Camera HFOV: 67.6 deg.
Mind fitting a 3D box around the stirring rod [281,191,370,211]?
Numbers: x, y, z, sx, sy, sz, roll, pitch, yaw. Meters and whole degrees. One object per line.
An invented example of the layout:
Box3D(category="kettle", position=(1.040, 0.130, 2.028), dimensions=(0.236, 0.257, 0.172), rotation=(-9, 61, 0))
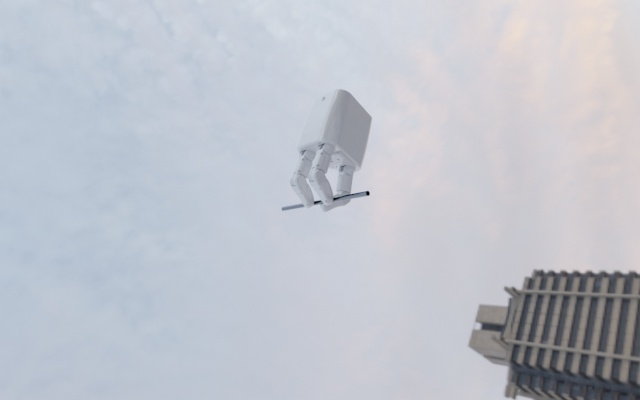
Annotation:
Box3D(category="stirring rod", position=(0.000, 0.003, 0.808), dimensions=(0.011, 0.011, 0.239), rotation=(0, -6, -36))
